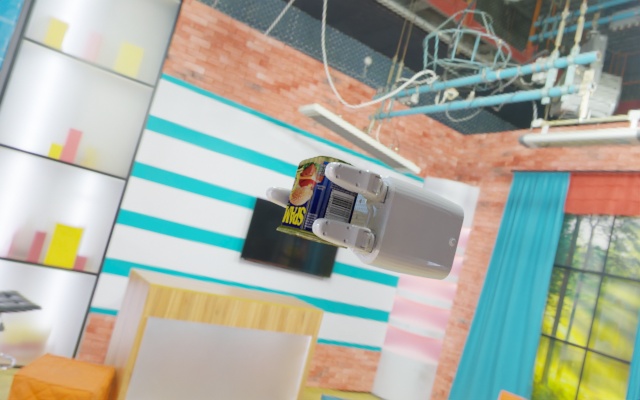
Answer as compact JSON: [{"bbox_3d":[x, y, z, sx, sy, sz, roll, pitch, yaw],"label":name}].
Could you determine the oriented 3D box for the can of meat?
[{"bbox_3d":[0.000,0.001,0.512,0.057,0.084,0.102,18,-6,-20],"label":"can of meat"}]
